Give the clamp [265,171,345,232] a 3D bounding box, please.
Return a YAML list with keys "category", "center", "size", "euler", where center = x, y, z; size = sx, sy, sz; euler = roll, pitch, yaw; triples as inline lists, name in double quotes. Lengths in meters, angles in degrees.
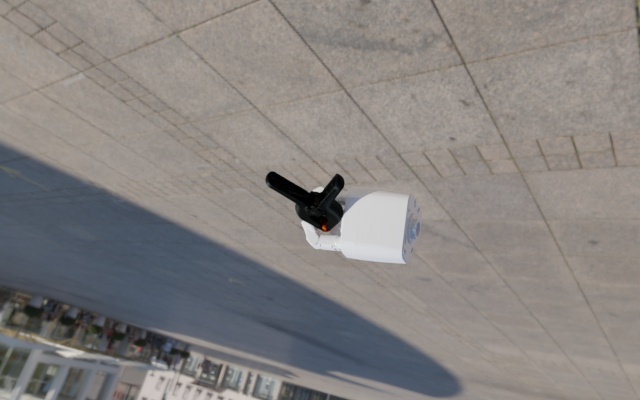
- category: "clamp"
  center: [0.000, 0.003, 0.755]
  size: [0.120, 0.039, 0.171]
  euler: [4, -24, 27]
